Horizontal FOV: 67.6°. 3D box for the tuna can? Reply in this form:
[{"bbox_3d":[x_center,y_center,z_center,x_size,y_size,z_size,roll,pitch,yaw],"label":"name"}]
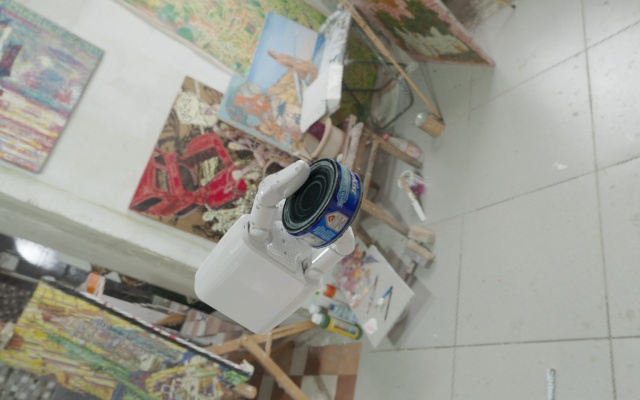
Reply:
[{"bbox_3d":[0.000,0.001,0.468,0.034,0.086,0.086,32,-17,-29],"label":"tuna can"}]
